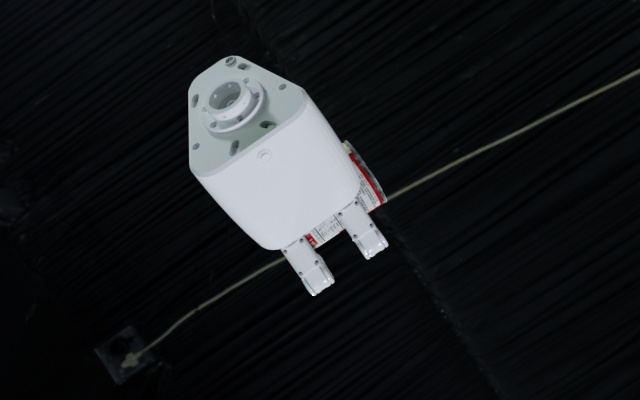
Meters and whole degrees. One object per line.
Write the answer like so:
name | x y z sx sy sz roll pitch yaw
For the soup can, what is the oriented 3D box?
soup can | 0.000 0.002 0.438 0.102 0.068 0.068 -34 -1 1
